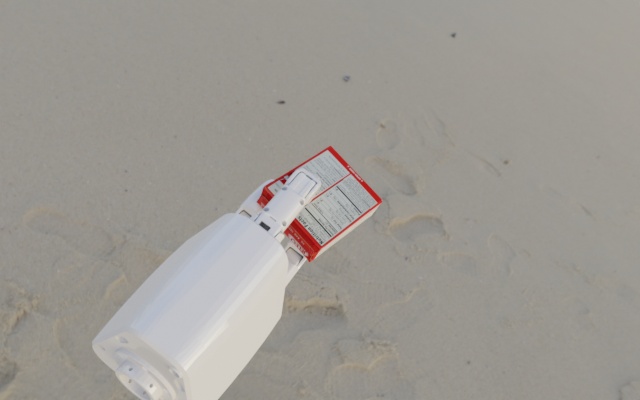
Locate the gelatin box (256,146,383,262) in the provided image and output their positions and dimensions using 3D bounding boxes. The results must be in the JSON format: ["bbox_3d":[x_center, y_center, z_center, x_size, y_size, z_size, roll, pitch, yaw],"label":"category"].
[{"bbox_3d":[0.000,0.001,0.427,0.089,0.073,0.030,-35,-14,-34],"label":"gelatin box"}]
